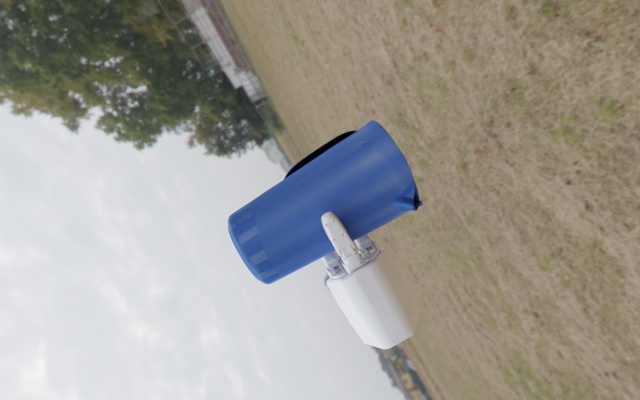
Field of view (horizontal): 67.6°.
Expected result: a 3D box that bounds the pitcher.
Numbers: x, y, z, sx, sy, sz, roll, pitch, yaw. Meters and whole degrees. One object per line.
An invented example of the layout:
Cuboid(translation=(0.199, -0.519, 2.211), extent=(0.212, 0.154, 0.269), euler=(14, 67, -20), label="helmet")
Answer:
Cuboid(translation=(0.000, 0.002, 0.648), extent=(0.243, 0.145, 0.149), euler=(-30, -1, 0), label="pitcher")
